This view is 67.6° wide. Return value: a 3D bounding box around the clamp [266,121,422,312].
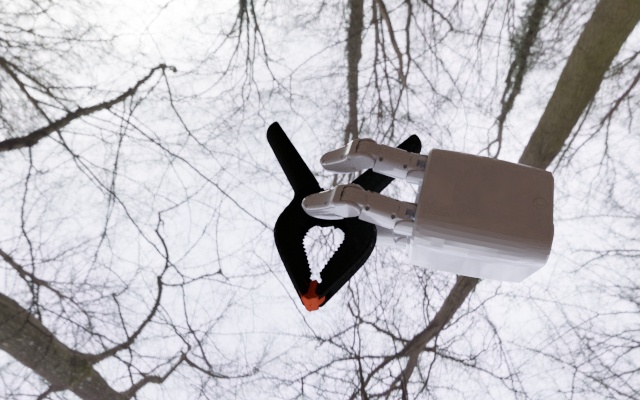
[{"bbox_3d":[0.000,0.002,0.460,0.164,0.209,0.036,12,-34,12],"label":"clamp"}]
